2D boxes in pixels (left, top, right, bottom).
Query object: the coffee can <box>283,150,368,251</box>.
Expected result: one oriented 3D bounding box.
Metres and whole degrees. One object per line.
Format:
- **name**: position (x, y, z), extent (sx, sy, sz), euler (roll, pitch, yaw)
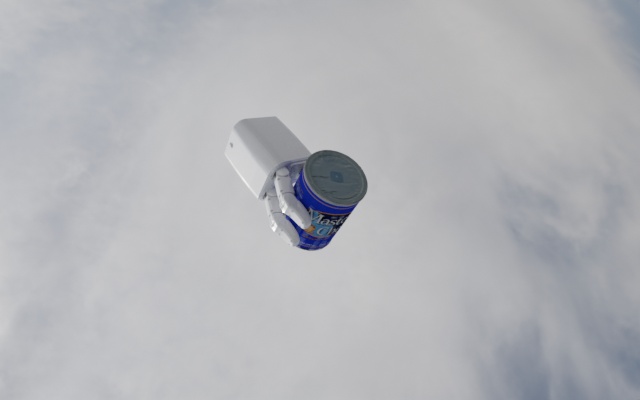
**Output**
- **coffee can**: position (0.000, 0.003, 0.765), extent (0.103, 0.102, 0.140), euler (0, -34, -25)
